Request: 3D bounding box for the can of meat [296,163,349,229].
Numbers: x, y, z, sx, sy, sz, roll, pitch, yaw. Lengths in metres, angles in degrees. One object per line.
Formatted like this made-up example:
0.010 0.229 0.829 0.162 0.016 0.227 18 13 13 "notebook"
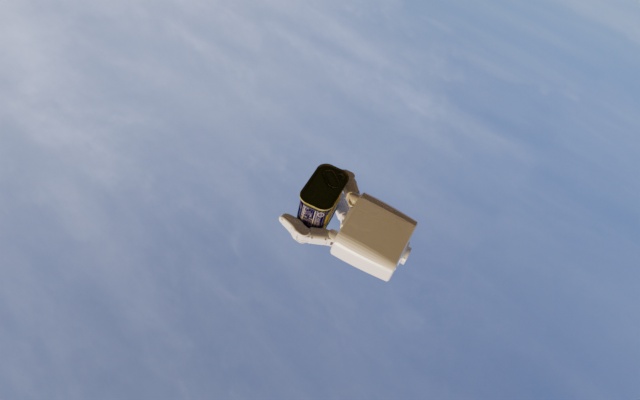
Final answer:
0.000 0.003 0.803 0.057 0.084 0.102 25 49 8 "can of meat"
